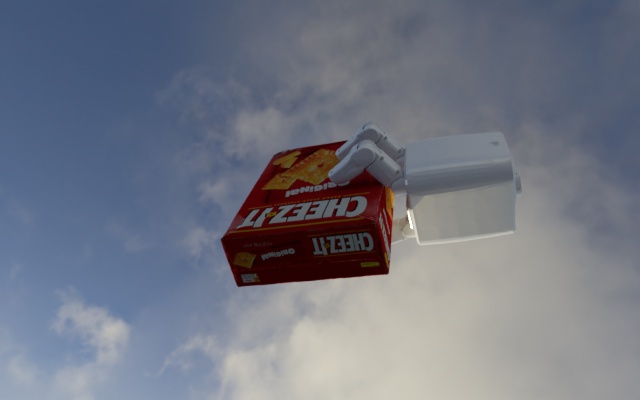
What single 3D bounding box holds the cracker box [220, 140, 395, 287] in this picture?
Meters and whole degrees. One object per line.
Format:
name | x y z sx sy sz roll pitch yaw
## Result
cracker box | 0.000 0.002 0.557 0.164 0.072 0.213 -8 27 16
